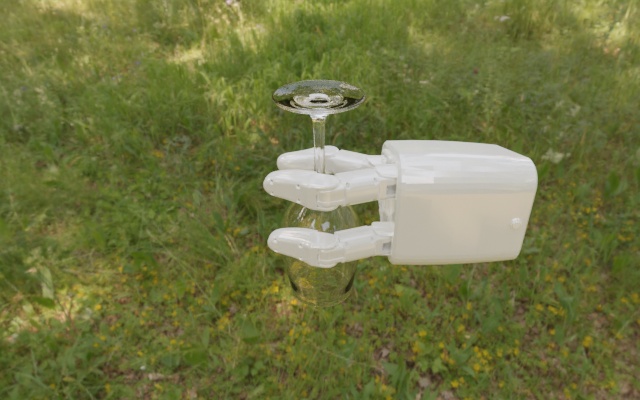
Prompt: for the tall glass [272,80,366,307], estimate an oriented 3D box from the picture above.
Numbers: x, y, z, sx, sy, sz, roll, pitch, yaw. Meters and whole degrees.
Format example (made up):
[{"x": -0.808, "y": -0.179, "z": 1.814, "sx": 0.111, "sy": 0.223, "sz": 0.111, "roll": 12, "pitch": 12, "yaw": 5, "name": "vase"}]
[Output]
[{"x": 0.000, "y": 0.001, "z": 0.428, "sx": 0.079, "sy": 0.201, "sz": 0.079, "roll": 0, "pitch": 32, "yaw": 0, "name": "tall glass"}]
